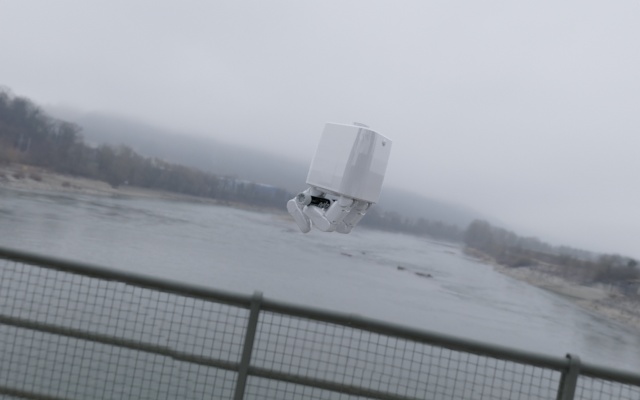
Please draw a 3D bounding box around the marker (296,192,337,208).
[{"bbox_3d":[0.000,0.003,0.772,0.020,0.020,0.121,0,-6,29],"label":"marker"}]
